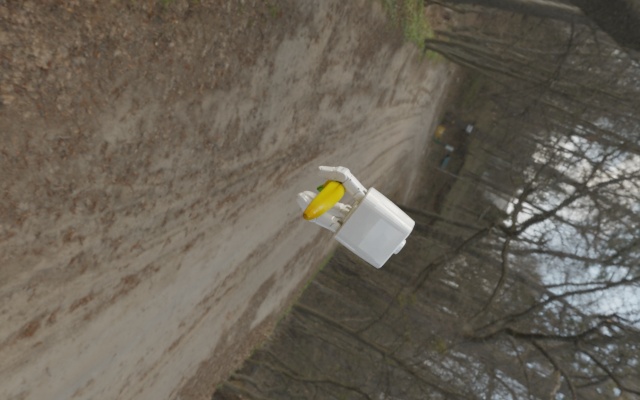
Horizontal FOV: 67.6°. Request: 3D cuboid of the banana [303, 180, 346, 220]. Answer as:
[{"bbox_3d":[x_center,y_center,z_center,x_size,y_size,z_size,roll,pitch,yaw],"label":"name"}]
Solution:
[{"bbox_3d":[0.015,-0.009,0.881,0.069,0.037,0.197,-39,6,15],"label":"banana"}]
